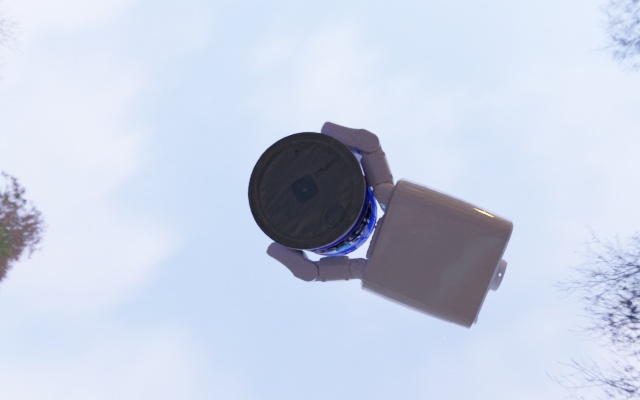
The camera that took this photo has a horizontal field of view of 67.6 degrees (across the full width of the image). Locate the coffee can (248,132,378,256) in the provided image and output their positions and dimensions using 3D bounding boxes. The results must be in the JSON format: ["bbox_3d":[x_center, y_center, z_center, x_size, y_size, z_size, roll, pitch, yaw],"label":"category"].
[{"bbox_3d":[0.000,0.002,0.472,0.103,0.103,0.140,0,-9,11],"label":"coffee can"}]
